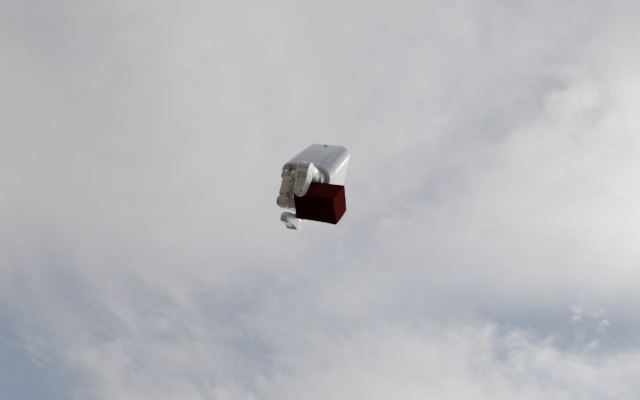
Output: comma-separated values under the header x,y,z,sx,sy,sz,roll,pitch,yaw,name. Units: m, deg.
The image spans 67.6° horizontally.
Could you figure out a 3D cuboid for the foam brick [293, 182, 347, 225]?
x,y,z,sx,sy,sz,roll,pitch,yaw,name
0.000,0.003,0.826,0.078,0.053,0.051,9,31,25,foam brick
